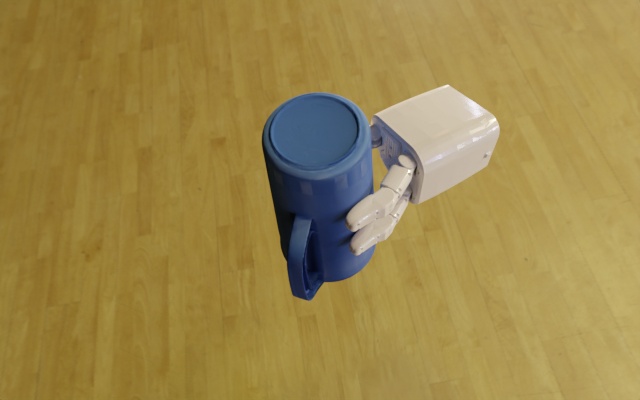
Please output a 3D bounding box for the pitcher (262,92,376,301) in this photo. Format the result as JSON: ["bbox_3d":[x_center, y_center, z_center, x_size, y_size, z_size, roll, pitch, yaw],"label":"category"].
[{"bbox_3d":[0.000,0.002,0.557,0.145,0.149,0.243,-24,-29,-9],"label":"pitcher"}]
